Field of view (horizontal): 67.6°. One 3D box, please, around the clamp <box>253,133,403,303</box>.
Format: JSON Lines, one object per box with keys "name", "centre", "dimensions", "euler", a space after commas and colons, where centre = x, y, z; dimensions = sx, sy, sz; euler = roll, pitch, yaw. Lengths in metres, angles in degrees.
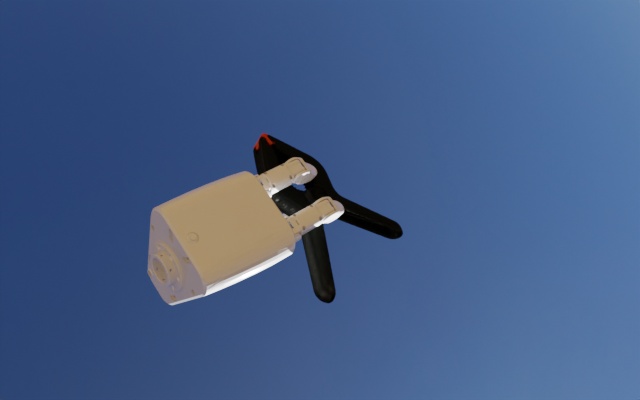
{"name": "clamp", "centre": [-0.001, 0.002, 0.574], "dimensions": [0.164, 0.210, 0.036], "euler": [-24, -17, -44]}
